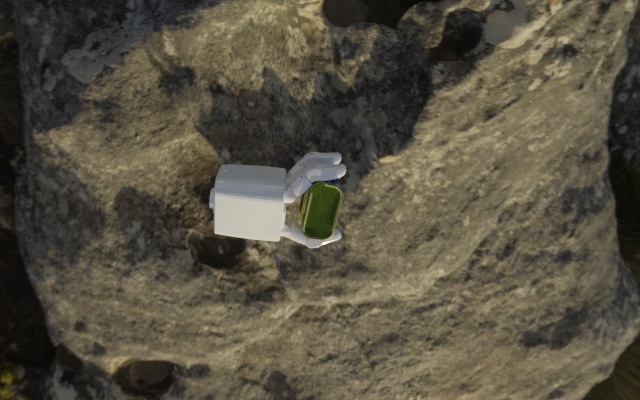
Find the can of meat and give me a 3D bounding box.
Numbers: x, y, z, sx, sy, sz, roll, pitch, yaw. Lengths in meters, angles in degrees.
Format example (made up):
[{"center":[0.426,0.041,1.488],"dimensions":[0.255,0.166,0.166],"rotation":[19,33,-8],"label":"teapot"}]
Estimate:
[{"center":[0.000,0.003,0.763],"dimensions":[0.057,0.102,0.084],"rotation":[10,21,-7],"label":"can of meat"}]
